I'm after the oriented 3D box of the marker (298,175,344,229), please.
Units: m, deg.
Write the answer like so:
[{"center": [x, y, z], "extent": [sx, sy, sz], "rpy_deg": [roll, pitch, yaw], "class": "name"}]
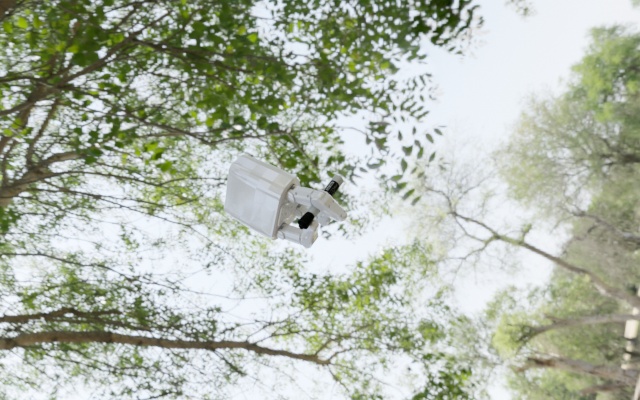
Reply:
[{"center": [0.000, 0.003, 0.752], "extent": [0.020, 0.020, 0.121], "rpy_deg": [0, 39, 40], "class": "marker"}]
